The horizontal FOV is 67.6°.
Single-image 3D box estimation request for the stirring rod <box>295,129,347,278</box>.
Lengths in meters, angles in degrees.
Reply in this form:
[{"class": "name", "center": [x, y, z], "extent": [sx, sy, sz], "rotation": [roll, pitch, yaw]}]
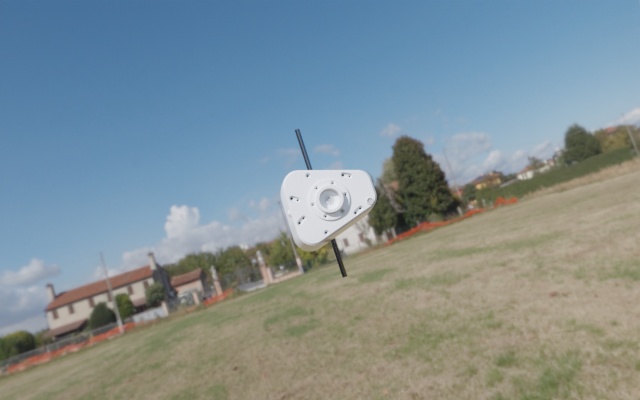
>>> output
[{"class": "stirring rod", "center": [0.000, 0.002, 0.739], "extent": [0.011, 0.239, 0.011], "rotation": [-18, -6, -2]}]
